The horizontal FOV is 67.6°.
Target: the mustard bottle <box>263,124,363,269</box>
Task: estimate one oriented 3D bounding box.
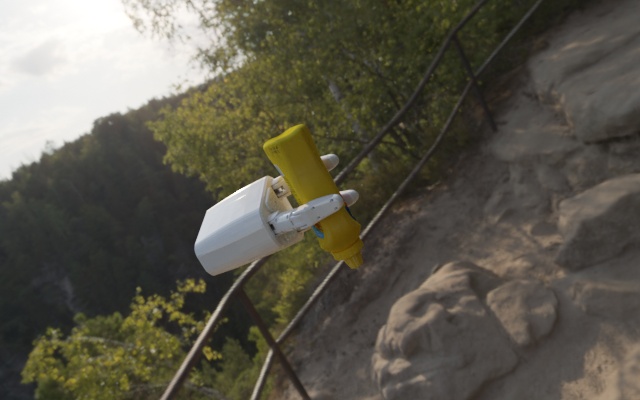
[{"bbox_3d":[0.000,0.002,0.590,0.058,0.192,0.096,-31,12,-8],"label":"mustard bottle"}]
